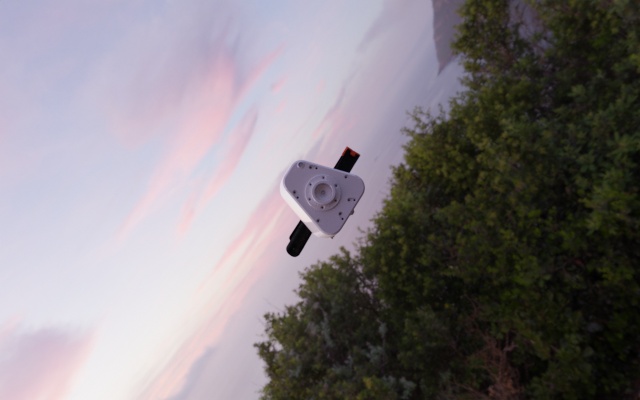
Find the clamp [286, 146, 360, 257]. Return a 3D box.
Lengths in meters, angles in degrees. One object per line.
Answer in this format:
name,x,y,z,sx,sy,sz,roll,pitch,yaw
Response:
clamp,0.000,0.002,0.837,0.036,0.210,0.164,32,-6,-4
